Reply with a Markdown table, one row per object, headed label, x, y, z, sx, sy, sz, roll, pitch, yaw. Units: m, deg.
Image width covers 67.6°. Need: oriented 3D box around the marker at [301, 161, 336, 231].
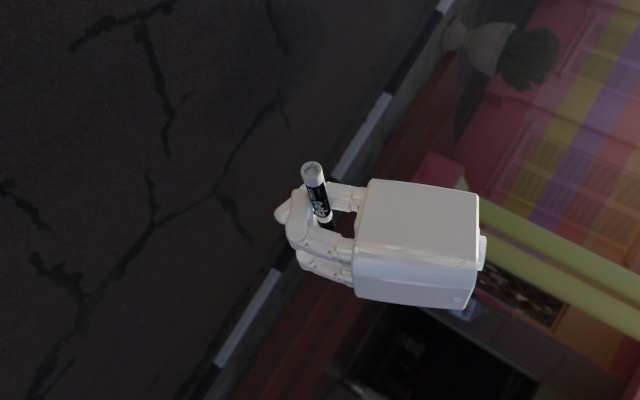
| label | x | y | z | sx | sy | sz | roll | pitch | yaw |
| --- | --- | --- | --- | --- | --- | --- | --- | --- | --- |
| marker | 0.000 | 0.002 | 0.471 | 0.020 | 0.020 | 0.121 | 0 | -28 | 9 |
